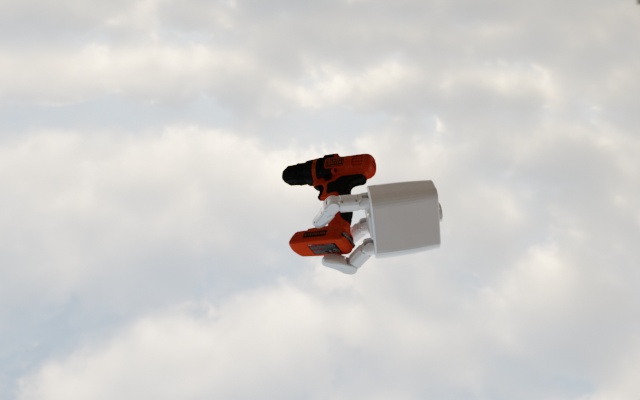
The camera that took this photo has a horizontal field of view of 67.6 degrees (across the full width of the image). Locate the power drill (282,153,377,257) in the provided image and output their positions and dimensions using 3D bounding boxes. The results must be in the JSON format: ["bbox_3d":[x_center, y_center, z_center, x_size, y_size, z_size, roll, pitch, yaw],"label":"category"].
[{"bbox_3d":[0.000,0.003,0.830,0.184,0.187,0.057,-7,-34,27],"label":"power drill"}]
